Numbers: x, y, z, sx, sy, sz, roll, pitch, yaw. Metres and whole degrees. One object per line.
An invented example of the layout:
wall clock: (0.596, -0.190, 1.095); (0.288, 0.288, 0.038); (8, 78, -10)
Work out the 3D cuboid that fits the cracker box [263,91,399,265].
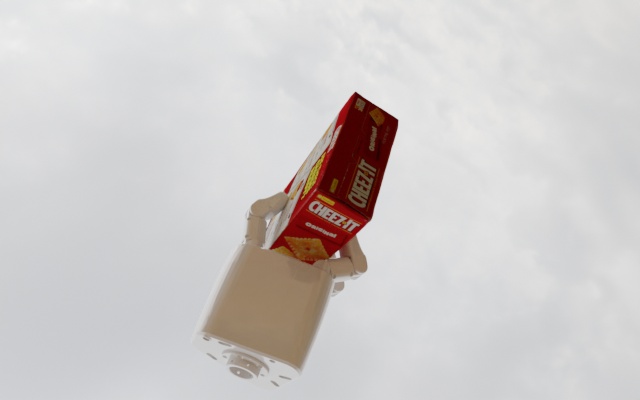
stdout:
cracker box: (0.000, 0.002, 0.575); (0.072, 0.164, 0.214); (29, -41, -10)
